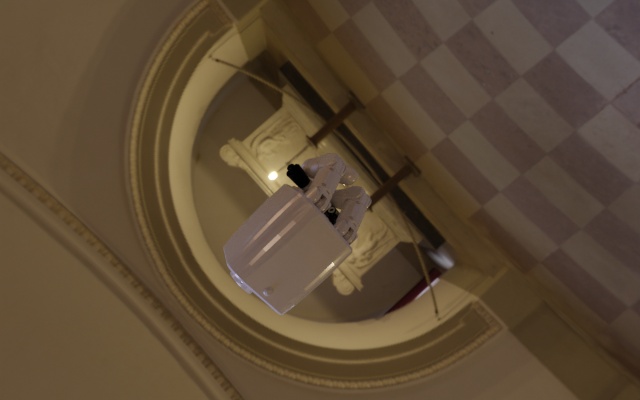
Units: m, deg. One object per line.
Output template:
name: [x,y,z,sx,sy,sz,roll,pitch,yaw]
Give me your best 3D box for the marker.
marker: [0.000,0.002,0.555,0.020,0.020,0.121,0,-41,47]
